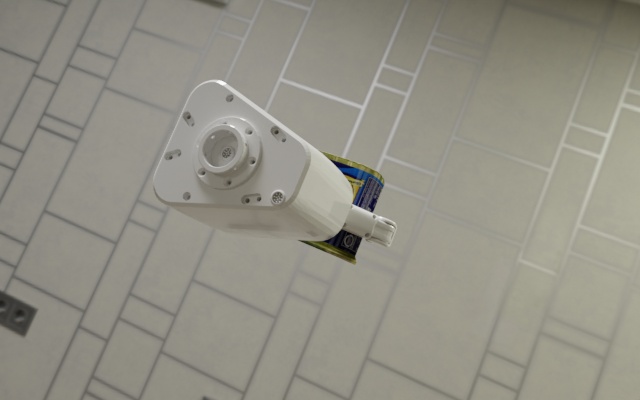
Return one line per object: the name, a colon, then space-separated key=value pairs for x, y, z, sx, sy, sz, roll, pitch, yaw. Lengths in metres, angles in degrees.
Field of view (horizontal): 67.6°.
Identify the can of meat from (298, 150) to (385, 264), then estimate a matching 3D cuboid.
can of meat: x=0.000 y=0.001 z=0.448 sx=0.102 sy=0.084 sz=0.057 roll=20 pitch=-6 yaw=23
